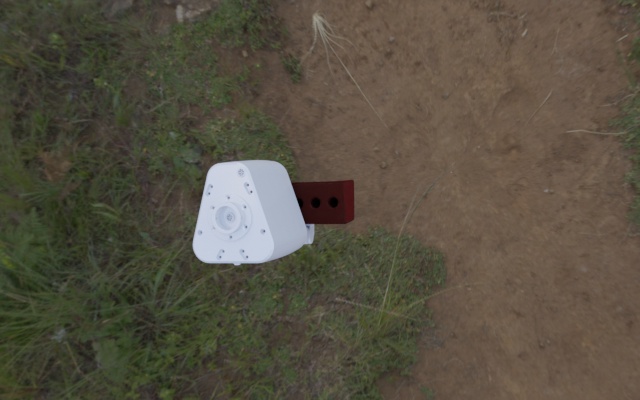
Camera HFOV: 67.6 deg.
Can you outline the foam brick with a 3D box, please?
[{"bbox_3d":[0.000,0.002,0.597,0.078,0.053,0.051,-2,3,15],"label":"foam brick"}]
